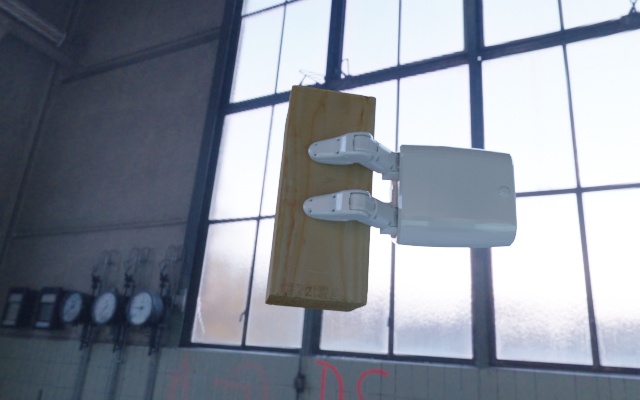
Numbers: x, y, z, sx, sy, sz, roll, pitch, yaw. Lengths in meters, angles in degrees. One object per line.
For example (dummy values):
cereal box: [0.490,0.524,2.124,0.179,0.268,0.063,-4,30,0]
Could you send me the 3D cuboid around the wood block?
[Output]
wood block: [0.000,0.002,0.484,0.090,0.206,0.091,7,-19,-6]
